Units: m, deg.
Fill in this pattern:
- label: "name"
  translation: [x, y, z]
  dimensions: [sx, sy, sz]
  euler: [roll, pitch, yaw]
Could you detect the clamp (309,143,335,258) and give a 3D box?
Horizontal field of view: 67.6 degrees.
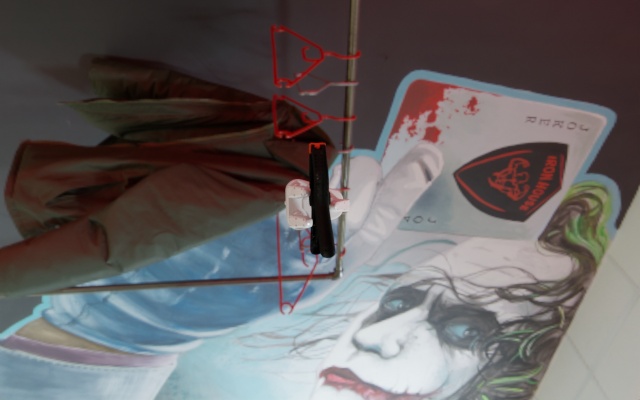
- label: "clamp"
  translation: [0.001, 0.002, 0.840]
  dimensions: [0.036, 0.210, 0.164]
  euler: [-2, 3, -9]
